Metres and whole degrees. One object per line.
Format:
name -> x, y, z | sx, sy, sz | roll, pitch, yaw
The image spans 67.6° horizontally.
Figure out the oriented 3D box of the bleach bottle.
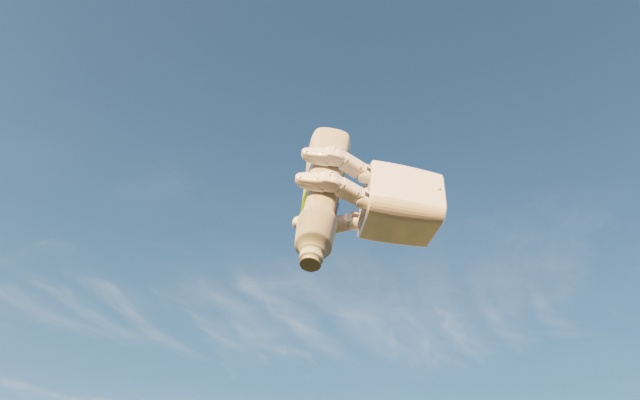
bleach bottle -> 0.000, 0.002, 0.695 | 0.068, 0.103, 0.250 | 10, 43, 0
